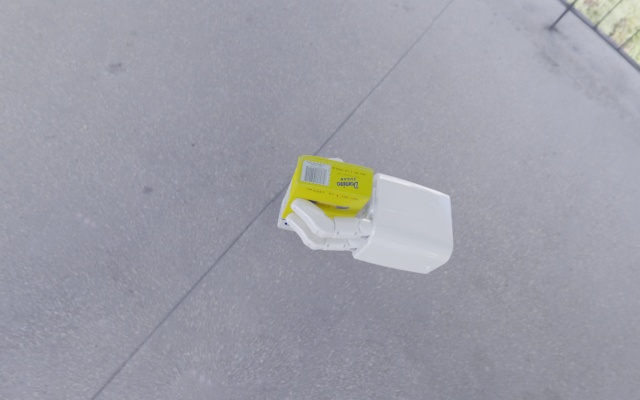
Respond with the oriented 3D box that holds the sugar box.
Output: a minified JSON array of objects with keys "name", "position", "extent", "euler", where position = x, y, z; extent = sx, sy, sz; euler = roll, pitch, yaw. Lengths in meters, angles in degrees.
[{"name":"sugar box","position":[0.000,0.003,0.638],"extent":[0.093,0.048,0.176],"euler":[12,-25,-7]}]
